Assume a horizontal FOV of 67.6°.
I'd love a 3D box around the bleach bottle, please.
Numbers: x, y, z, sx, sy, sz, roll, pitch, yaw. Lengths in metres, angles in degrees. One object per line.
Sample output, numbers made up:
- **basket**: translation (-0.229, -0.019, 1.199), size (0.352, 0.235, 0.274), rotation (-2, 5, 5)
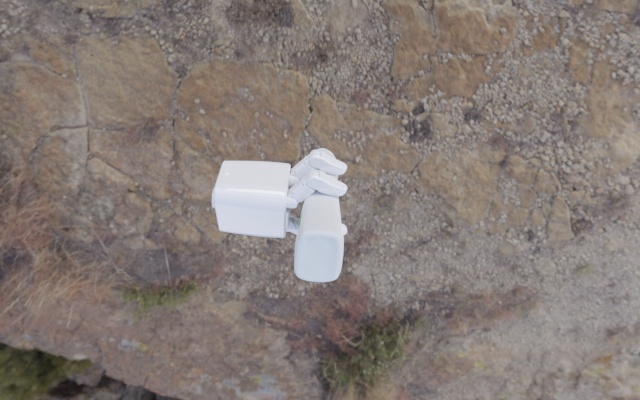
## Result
- **bleach bottle**: translation (0.000, 0.002, 0.753), size (0.068, 0.103, 0.250), rotation (4, 38, -2)
